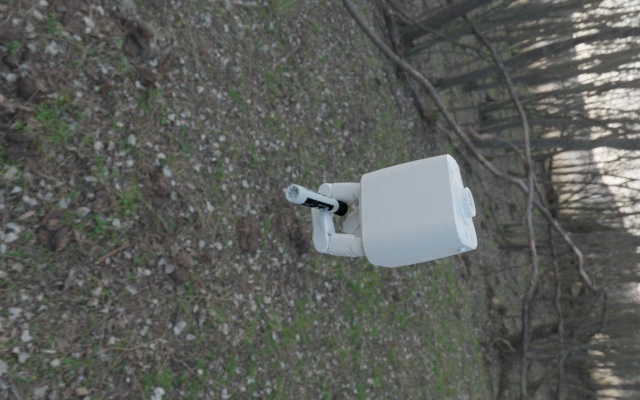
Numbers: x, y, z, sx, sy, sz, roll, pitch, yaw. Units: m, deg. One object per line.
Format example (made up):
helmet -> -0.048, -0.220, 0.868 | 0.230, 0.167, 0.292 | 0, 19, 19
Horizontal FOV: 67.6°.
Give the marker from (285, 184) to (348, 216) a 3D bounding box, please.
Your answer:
marker -> 0.000, 0.002, 0.543 | 0.020, 0.020, 0.121 | 0, -9, 29
